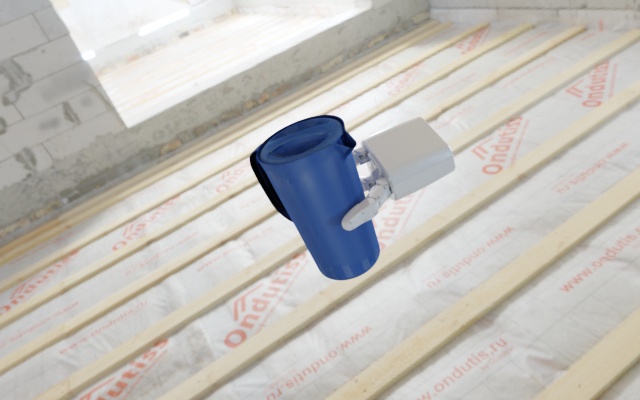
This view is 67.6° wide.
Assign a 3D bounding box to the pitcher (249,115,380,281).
[{"bbox_3d":[0.000,0.002,0.735,0.145,0.243,0.149,-26,31,-6],"label":"pitcher"}]
